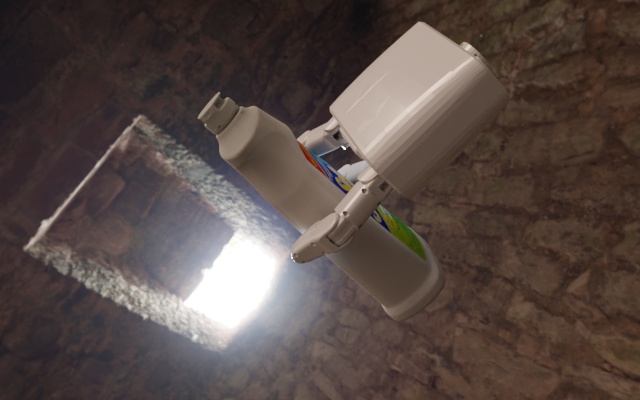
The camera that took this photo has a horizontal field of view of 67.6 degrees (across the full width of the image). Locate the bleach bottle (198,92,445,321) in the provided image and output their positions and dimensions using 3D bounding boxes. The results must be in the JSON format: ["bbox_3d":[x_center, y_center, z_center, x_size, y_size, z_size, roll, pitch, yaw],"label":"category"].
[{"bbox_3d":[0.000,0.001,0.424,0.251,0.068,0.102,40,16,-22],"label":"bleach bottle"}]
